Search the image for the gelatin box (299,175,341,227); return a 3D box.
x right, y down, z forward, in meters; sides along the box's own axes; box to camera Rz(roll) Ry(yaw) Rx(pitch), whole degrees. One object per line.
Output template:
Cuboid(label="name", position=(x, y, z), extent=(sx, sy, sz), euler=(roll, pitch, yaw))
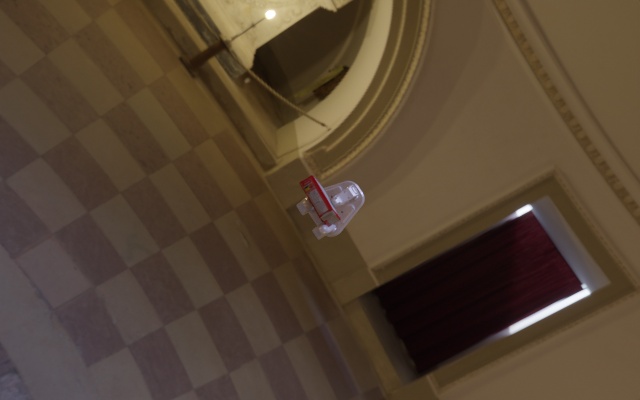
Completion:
Cuboid(label="gelatin box", position=(0.000, 0.002, 0.838), extent=(0.030, 0.073, 0.089), euler=(-31, -17, 3))
